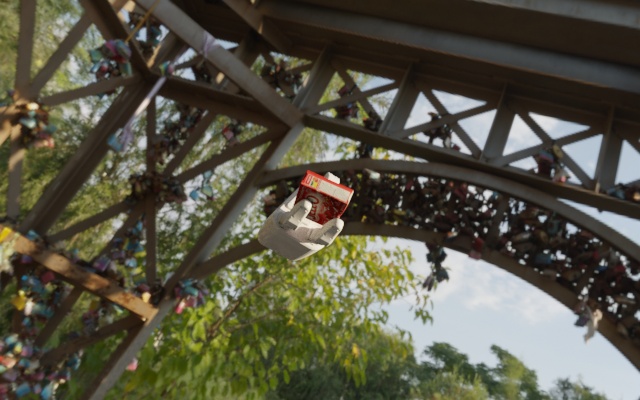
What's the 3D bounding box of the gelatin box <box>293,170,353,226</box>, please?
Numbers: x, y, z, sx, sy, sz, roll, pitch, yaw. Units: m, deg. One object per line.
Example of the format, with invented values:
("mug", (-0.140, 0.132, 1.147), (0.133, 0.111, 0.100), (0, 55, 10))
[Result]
("gelatin box", (0.000, 0.002, 0.707), (0.073, 0.030, 0.089), (24, -32, 0))
